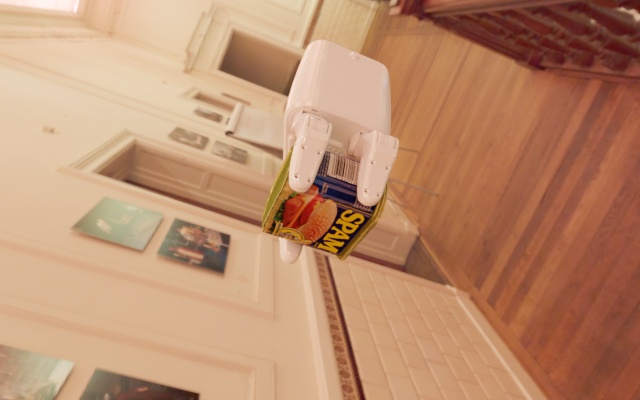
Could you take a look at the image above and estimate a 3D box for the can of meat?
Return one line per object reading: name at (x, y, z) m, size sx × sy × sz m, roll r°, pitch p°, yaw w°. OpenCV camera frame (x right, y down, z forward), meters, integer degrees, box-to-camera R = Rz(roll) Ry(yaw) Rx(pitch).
can of meat at (0.000, 0.001, 0.423) m, size 0.084 × 0.057 × 0.102 m, roll 19°, pitch -38°, yaw -11°
